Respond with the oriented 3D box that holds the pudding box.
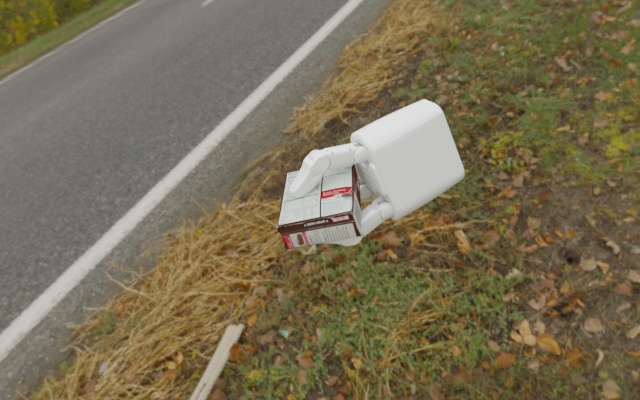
[{"bbox_3d":[0.000,0.002,0.564,0.090,0.039,0.113,-12,34,12],"label":"pudding box"}]
